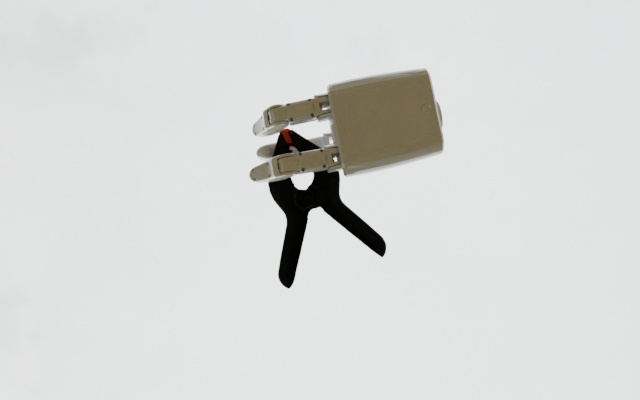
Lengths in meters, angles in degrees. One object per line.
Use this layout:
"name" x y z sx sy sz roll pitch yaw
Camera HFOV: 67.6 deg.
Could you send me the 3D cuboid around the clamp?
"clamp" 0.000 0.002 0.517 0.120 0.171 0.039 -11 -3 4
